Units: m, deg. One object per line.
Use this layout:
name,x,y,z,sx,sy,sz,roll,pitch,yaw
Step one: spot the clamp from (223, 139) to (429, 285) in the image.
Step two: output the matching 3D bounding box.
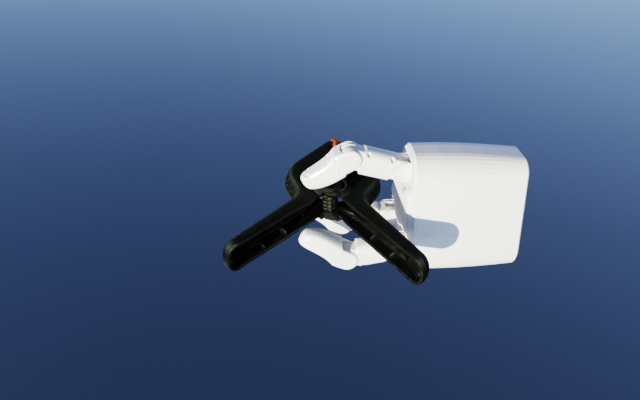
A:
clamp,0.000,0.000,0.451,0.164,0.036,0.209,1,34,-4
